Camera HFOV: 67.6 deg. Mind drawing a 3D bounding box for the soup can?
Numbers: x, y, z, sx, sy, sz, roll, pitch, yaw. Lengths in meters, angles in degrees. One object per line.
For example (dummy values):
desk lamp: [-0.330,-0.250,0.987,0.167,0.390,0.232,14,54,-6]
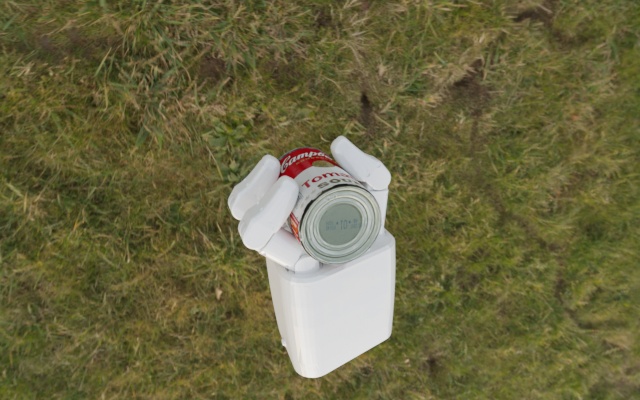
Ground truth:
soup can: [0.000,0.001,0.400,0.068,0.068,0.102,0,21,-20]
